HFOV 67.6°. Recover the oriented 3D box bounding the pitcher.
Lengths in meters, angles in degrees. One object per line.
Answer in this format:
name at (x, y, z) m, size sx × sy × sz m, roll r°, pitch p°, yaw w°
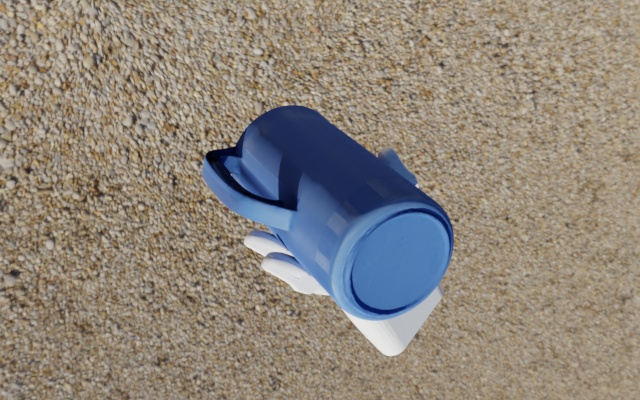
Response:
pitcher at (0.000, 0.002, 0.447) m, size 0.149 × 0.145 × 0.242 m, roll -37°, pitch 34°, yaw -6°
